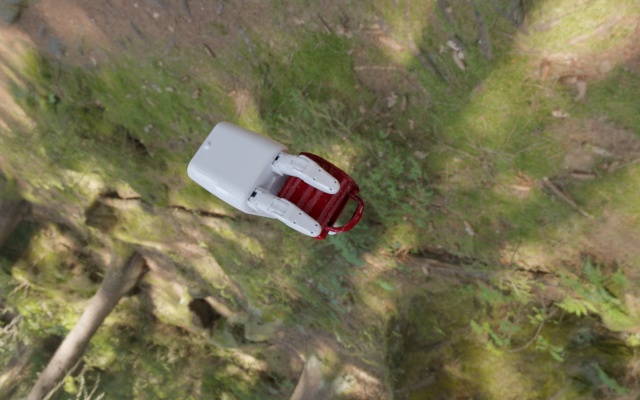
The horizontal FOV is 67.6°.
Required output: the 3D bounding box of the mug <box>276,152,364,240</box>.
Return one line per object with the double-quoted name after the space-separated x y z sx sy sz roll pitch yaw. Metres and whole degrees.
0.001 0.003 0.608 0.117 0.081 0.093 27 -12 27 "mug"
